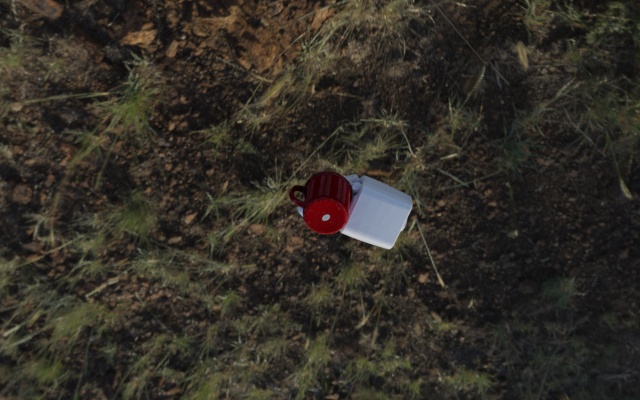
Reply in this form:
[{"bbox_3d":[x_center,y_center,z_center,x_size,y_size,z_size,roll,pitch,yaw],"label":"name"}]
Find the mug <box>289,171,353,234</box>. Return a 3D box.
[{"bbox_3d":[-0.001,0.002,0.862,0.117,0.093,0.081,20,32,-7],"label":"mug"}]
